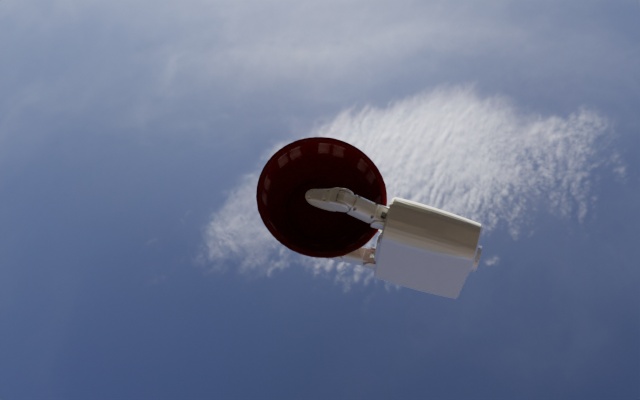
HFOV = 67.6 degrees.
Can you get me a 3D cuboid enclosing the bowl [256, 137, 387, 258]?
[{"bbox_3d":[-0.001,0.001,0.607,0.162,0.162,0.055,0,-23,-6],"label":"bowl"}]
